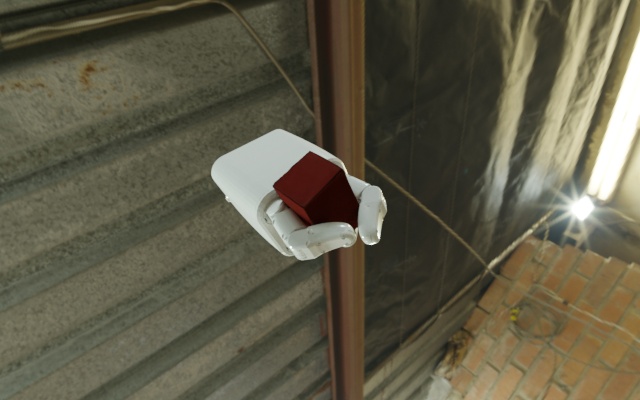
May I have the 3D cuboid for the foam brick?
[{"bbox_3d":[0.000,0.001,0.461,0.051,0.053,0.078,35,-17,40],"label":"foam brick"}]
